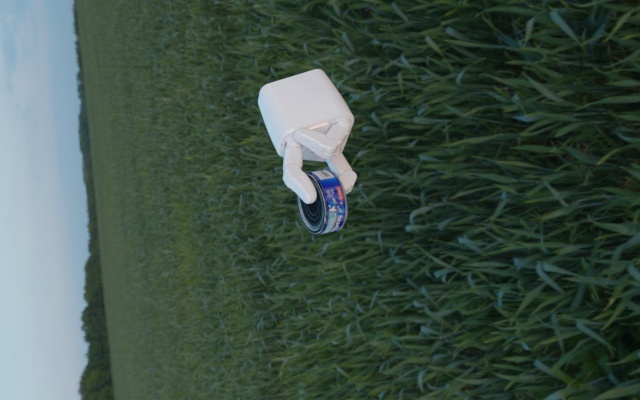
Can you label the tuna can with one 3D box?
[{"bbox_3d":[0.000,0.002,0.646,0.034,0.086,0.086,-11,5,-28],"label":"tuna can"}]
